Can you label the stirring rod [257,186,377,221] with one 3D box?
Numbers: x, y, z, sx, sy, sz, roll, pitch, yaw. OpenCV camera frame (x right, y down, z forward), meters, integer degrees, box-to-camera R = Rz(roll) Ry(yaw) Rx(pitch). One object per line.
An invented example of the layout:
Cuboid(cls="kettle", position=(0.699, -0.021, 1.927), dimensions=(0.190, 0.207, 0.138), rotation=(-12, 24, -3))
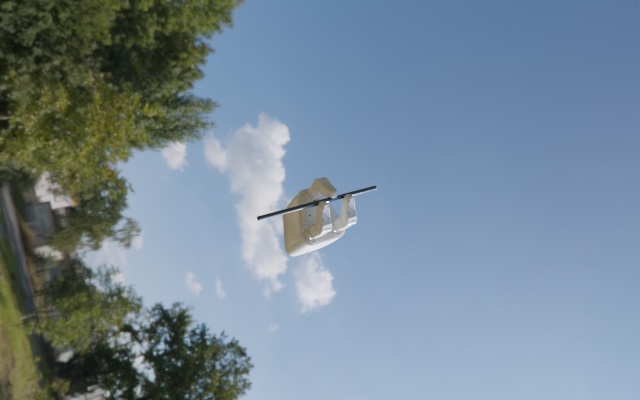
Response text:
Cuboid(cls="stirring rod", position=(0.000, 0.003, 0.837), dimensions=(0.239, 0.011, 0.011), rotation=(-15, 7, -28))
